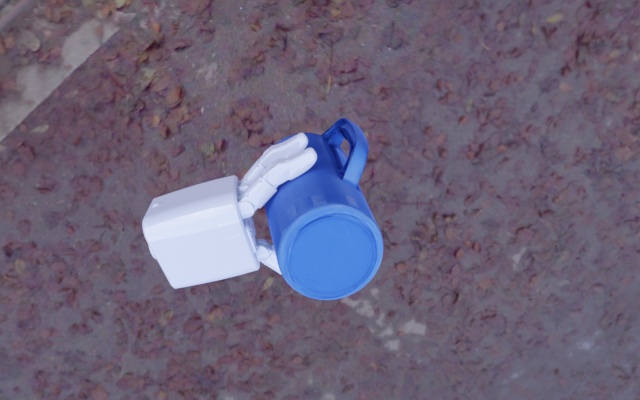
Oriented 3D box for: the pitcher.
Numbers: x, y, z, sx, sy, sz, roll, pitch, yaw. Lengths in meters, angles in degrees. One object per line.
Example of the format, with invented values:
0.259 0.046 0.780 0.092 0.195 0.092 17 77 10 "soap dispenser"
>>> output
0.000 0.002 0.573 0.145 0.149 0.242 -13 23 -4 "pitcher"
